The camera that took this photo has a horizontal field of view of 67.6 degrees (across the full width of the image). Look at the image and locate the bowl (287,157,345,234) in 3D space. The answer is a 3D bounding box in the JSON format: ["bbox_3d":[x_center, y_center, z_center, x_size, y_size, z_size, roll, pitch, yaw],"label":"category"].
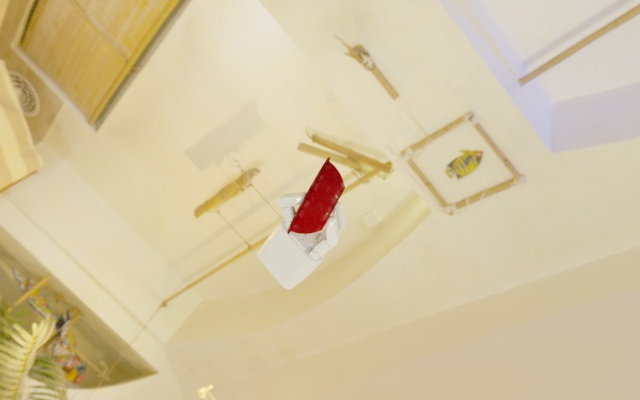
[{"bbox_3d":[0.001,0.002,0.877,0.055,0.162,0.162,28,1,2],"label":"bowl"}]
